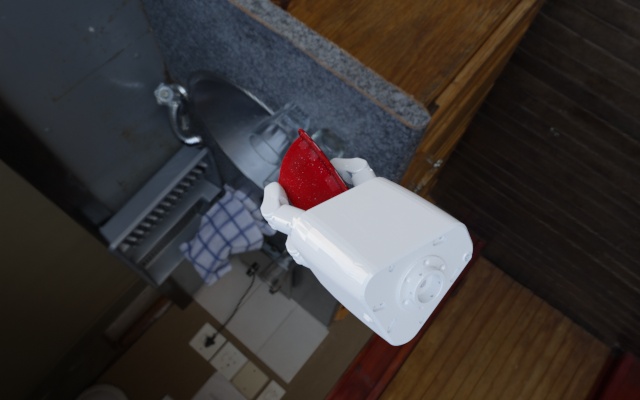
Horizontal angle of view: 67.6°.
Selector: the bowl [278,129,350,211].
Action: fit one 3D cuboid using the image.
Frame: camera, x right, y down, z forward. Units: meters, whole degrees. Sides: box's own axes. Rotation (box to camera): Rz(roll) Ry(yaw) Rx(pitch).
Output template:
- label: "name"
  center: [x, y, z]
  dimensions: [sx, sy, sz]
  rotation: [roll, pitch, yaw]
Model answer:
- label: "bowl"
  center: [-0.001, 0.002, 0.534]
  dimensions: [0.055, 0.162, 0.162]
  rotation: [-34, 1, -2]
